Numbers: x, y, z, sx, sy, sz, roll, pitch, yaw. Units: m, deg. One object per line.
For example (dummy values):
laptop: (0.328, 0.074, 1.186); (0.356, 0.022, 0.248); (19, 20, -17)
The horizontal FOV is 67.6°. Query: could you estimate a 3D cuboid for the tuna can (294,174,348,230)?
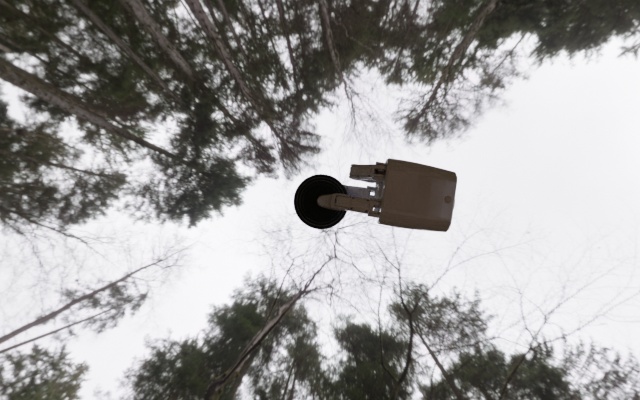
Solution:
tuna can: (0.000, 0.002, 0.752); (0.086, 0.086, 0.034); (0, -2, -4)
